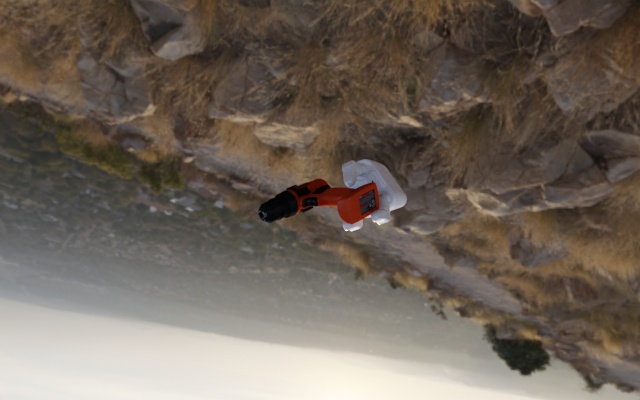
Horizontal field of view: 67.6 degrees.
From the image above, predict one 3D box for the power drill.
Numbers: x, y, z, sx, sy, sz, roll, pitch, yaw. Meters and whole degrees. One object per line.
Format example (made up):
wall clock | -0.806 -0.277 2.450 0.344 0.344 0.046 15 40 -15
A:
power drill | 0.001 0.003 0.898 0.187 0.057 0.184 6 23 40
